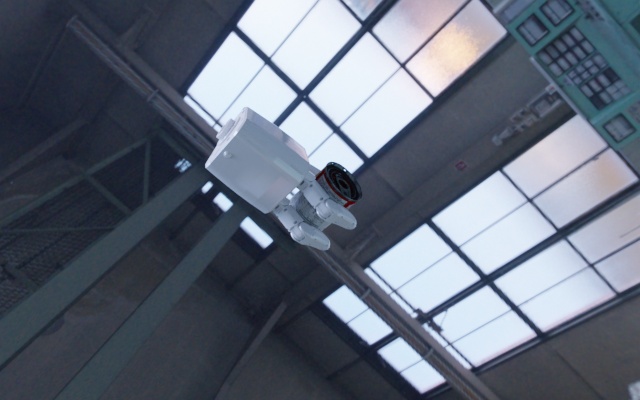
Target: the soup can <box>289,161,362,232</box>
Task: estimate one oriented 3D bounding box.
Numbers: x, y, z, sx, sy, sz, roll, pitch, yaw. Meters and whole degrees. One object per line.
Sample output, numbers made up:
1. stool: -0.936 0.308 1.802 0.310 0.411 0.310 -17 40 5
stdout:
1. soup can: 0.000 0.003 0.682 0.102 0.068 0.068 -42 -23 29
